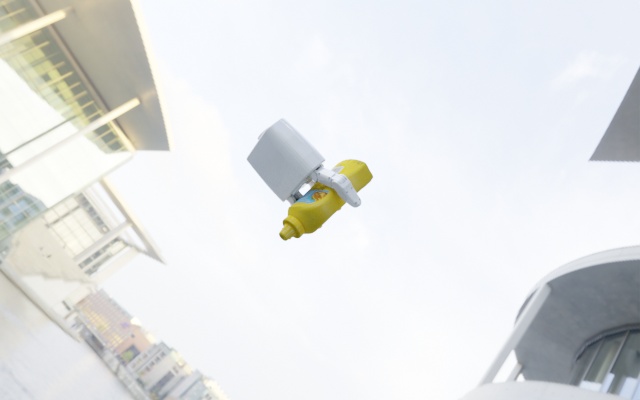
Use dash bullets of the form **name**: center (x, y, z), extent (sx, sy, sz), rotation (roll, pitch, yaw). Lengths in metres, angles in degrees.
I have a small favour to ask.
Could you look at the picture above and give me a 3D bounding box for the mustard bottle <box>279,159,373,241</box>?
- **mustard bottle**: center (0.001, 0.003, 0.818), extent (0.191, 0.058, 0.096), rotation (-42, 22, -29)
